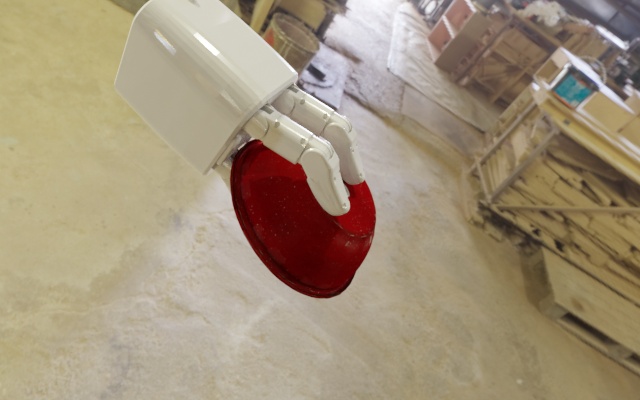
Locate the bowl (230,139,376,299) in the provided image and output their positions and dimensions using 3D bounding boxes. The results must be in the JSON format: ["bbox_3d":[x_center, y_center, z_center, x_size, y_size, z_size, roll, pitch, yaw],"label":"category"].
[{"bbox_3d":[0.001,0.002,0.424,0.055,0.162,0.162,-31,-17,32],"label":"bowl"}]
